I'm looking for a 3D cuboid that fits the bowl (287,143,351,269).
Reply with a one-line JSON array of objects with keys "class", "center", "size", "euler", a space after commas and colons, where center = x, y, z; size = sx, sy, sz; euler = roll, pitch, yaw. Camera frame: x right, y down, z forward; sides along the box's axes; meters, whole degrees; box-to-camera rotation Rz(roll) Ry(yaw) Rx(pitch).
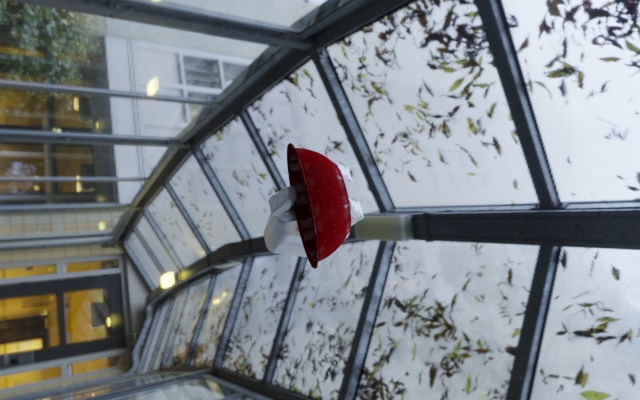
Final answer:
[{"class": "bowl", "center": [0.001, 0.002, 0.606], "size": [0.055, 0.162, 0.162], "euler": [-12, 2, -9]}]
